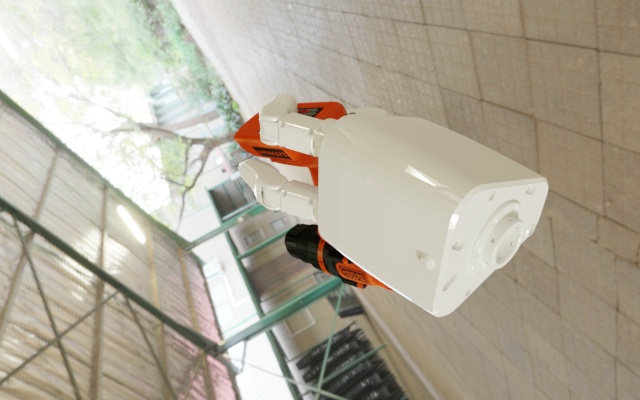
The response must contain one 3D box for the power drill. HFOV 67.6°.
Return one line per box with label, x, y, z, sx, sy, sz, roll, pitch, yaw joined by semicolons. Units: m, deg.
power drill;0.000;0.001;0.443;0.184;0.188;0.057;7;48;46
